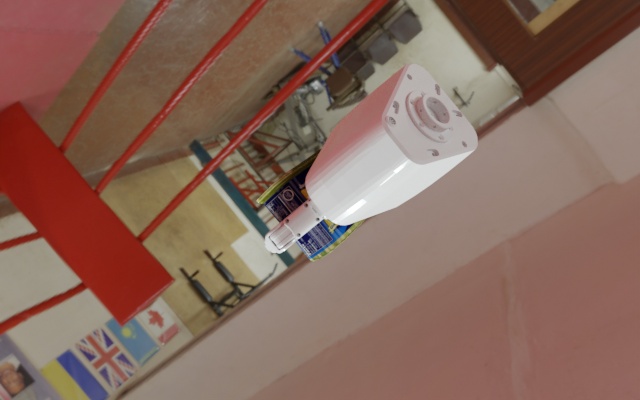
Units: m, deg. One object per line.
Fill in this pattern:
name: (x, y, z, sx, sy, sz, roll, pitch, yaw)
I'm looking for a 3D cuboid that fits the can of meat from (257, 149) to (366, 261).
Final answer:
can of meat: (0.000, 0.002, 0.487, 0.057, 0.084, 0.102, -39, 1, 42)
